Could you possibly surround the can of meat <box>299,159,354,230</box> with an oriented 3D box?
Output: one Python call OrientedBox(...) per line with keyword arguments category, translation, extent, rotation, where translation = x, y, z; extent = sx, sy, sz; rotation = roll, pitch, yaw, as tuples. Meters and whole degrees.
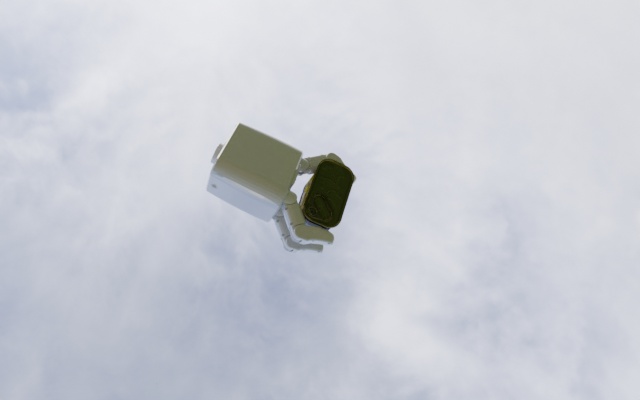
OrientedBox(category="can of meat", translation=(0.000, 0.002, 0.706), extent=(0.057, 0.102, 0.084), rotation=(23, -26, -10))
